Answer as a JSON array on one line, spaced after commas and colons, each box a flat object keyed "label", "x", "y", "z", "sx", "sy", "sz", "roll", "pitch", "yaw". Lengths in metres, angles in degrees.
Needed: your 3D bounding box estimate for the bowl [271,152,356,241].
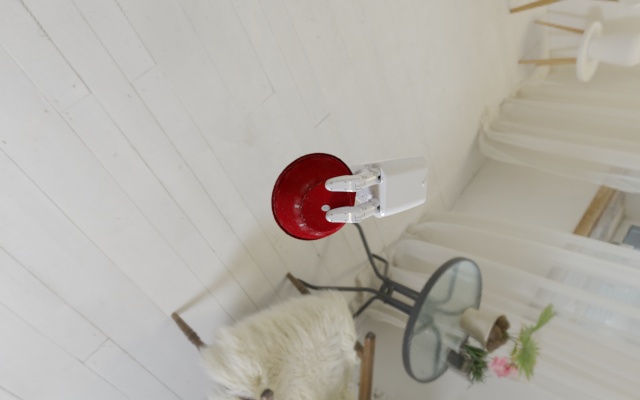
[{"label": "bowl", "x": -0.001, "y": 0.003, "z": 0.812, "sx": 0.162, "sy": 0.162, "sz": 0.055, "roll": 0, "pitch": 18, "yaw": -24}]
